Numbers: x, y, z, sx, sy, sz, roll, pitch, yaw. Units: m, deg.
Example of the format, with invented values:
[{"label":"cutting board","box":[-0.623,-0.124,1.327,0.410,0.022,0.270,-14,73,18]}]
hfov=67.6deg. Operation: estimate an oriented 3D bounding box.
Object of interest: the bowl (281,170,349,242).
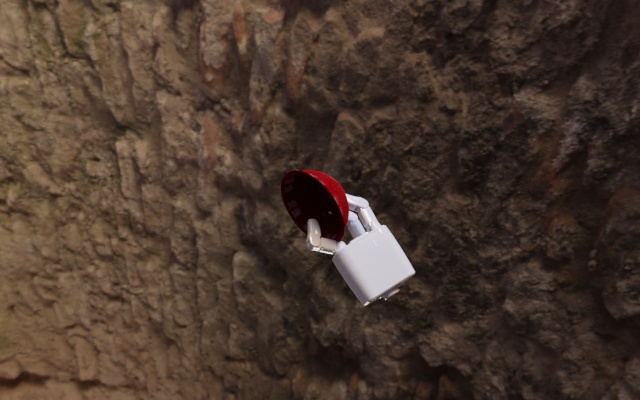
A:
[{"label":"bowl","box":[0.000,0.002,0.896,0.055,0.162,0.162,-37,23,-34]}]
